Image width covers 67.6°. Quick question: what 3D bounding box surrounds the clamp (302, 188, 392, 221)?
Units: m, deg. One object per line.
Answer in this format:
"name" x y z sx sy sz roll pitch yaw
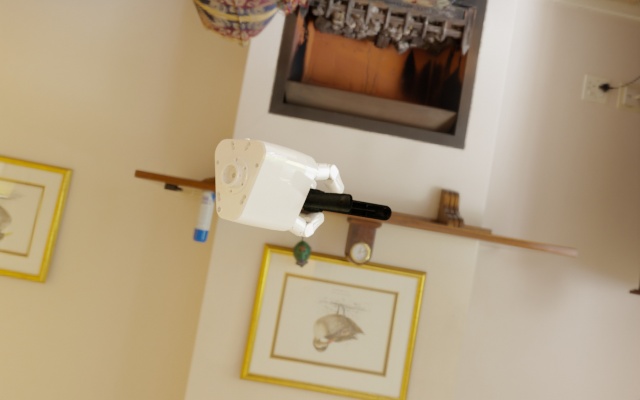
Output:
"clamp" -0.001 0.003 0.756 0.210 0.036 0.164 8 -4 36
